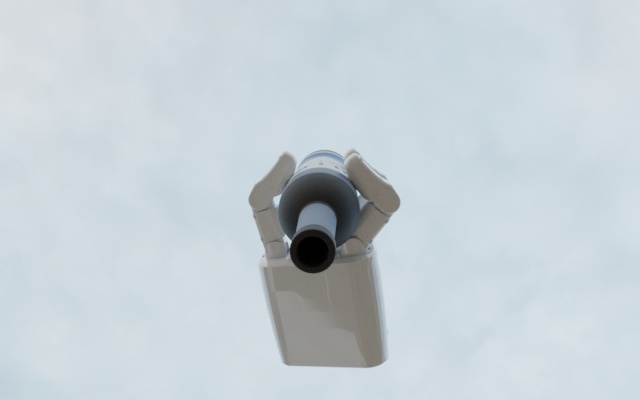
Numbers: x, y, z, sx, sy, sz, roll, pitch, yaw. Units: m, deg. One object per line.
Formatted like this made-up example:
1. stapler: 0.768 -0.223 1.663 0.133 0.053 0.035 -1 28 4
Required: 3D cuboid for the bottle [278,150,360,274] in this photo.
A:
1. bottle: 0.000 0.001 0.422 0.069 0.069 0.295 0 11 2
